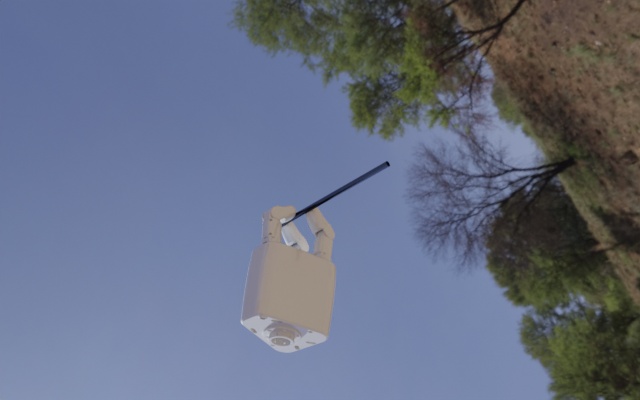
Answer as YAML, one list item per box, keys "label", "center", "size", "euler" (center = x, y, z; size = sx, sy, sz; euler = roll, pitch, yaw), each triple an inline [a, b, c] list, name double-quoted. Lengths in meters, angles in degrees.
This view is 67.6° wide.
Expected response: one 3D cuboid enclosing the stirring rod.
- label: "stirring rod"
  center: [0.000, 0.002, 0.676]
  size: [0.239, 0.011, 0.011]
  euler: [-30, -18, 35]
